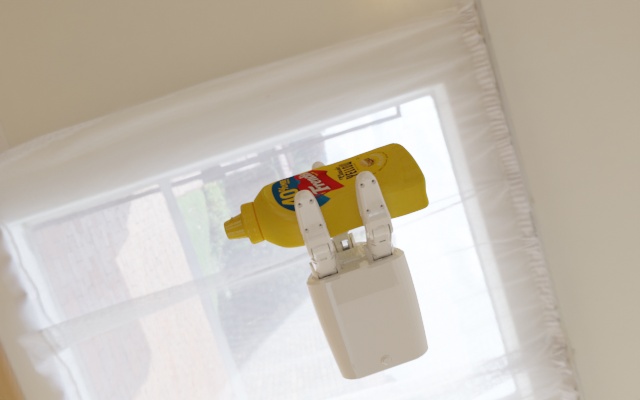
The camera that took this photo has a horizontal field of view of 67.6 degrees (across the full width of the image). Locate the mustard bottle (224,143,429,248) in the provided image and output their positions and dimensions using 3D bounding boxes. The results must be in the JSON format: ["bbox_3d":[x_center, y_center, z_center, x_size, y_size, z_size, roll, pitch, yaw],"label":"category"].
[{"bbox_3d":[0.000,0.001,0.467,0.191,0.058,0.096,-18,31,-3],"label":"mustard bottle"}]
